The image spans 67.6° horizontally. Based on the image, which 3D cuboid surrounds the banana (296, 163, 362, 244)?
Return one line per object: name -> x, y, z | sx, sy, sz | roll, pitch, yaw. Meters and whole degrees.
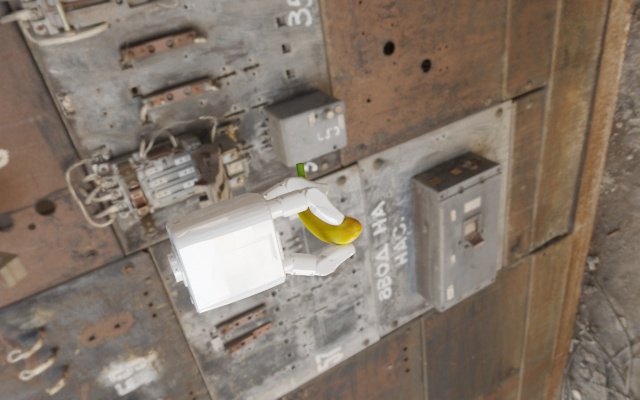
banana -> 0.000, 0.017, 0.644 | 0.037, 0.070, 0.197 | -16, 32, -20
